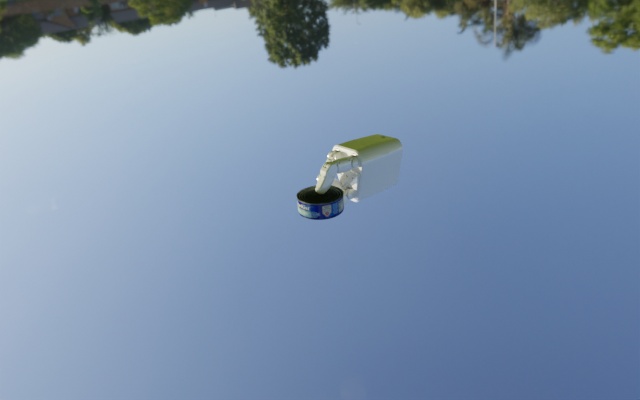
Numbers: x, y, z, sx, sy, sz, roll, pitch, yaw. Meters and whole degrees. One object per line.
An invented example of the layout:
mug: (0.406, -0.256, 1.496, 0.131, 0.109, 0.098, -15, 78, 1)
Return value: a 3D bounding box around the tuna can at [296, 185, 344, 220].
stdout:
tuna can: (0.000, 0.003, 0.867, 0.086, 0.034, 0.086, -4, 24, 2)
